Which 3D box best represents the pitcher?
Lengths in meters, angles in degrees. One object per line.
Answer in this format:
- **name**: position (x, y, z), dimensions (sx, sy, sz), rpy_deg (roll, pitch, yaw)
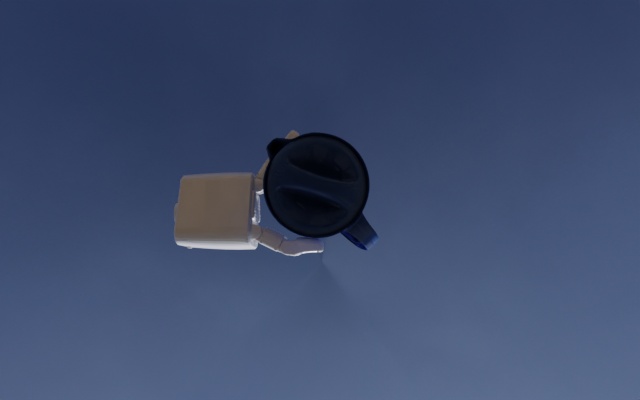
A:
- **pitcher**: position (0.000, 0.002, 0.704), dimensions (0.145, 0.149, 0.243), rpy_deg (-2, -7, -1)
